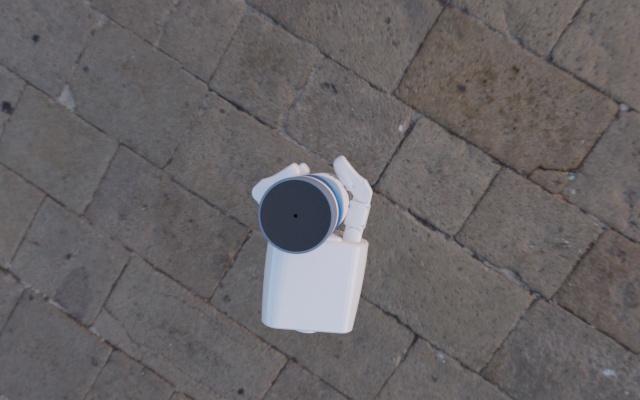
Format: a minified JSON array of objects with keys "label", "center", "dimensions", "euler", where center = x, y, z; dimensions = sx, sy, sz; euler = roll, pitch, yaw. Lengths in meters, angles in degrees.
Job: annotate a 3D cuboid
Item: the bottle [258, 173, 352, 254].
[{"label":"bottle","center":[0.000,0.002,0.551],"dimensions":[0.069,0.069,0.295],"euler":[0,4,8]}]
